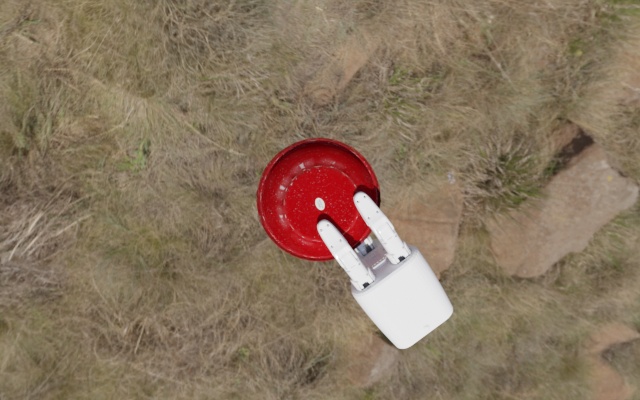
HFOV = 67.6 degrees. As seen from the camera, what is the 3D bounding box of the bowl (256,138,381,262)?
[{"bbox_3d":[-0.001,0.001,0.595,0.162,0.162,0.055,0,5,-4],"label":"bowl"}]
